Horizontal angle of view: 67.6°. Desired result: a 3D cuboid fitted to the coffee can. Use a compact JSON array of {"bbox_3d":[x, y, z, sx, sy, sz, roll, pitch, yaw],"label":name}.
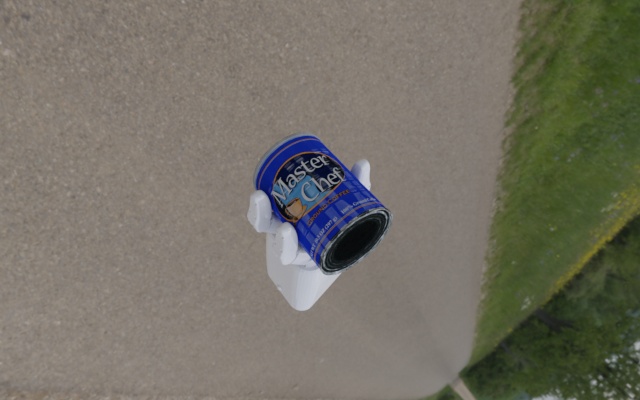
[{"bbox_3d":[0.000,0.002,0.561,0.103,0.103,0.140,0,41,-51],"label":"coffee can"}]
